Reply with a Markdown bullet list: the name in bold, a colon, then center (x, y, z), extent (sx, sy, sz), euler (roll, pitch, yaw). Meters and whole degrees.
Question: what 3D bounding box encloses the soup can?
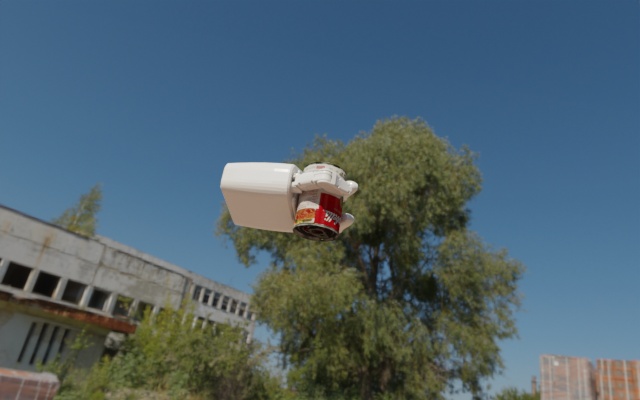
- **soup can**: center (0.001, 0.002, 0.711), extent (0.068, 0.102, 0.068), euler (8, -23, 3)
